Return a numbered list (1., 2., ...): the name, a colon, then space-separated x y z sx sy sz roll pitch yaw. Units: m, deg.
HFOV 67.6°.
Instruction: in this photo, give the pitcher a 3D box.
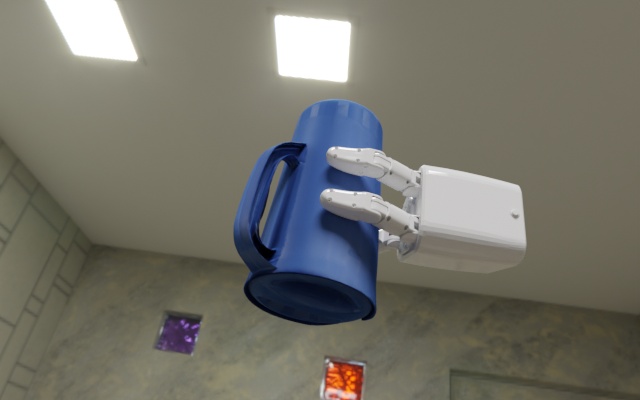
1. pitcher: 0.000 0.002 0.526 0.145 0.242 0.149 9 -33 2
